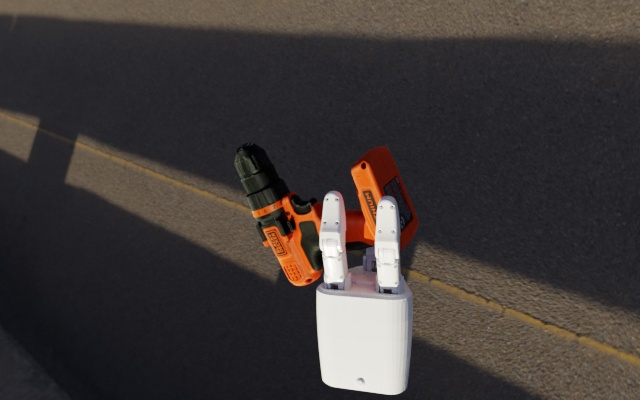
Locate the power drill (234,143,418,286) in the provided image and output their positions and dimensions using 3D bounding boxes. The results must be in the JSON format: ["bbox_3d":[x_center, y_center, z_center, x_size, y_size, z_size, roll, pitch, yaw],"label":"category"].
[{"bbox_3d":[0.001,0.002,0.531,0.188,0.184,0.057,-16,16,39],"label":"power drill"}]
